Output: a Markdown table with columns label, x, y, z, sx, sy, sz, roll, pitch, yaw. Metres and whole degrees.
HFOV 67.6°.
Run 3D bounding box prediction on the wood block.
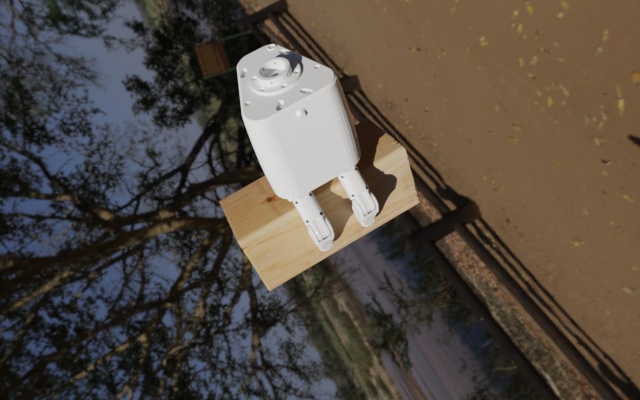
| label | x | y | z | sx | sy | sz | roll | pitch | yaw |
| --- | --- | --- | --- | --- | --- | --- | --- | --- | --- |
| wood block | 0.000 | 0.001 | 0.567 | 0.206 | 0.090 | 0.090 | -29 | 40 | -7 |
